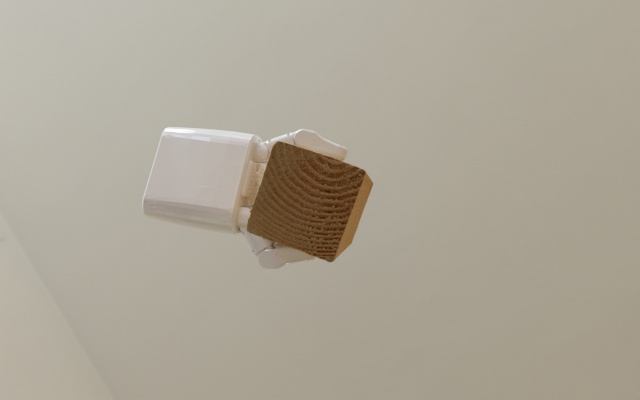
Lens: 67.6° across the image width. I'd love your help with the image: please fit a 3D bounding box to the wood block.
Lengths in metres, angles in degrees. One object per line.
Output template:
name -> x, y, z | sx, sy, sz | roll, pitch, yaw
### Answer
wood block -> 0.000, 0.001, 0.530 | 0.090, 0.091, 0.206 | 19, 2, 8
